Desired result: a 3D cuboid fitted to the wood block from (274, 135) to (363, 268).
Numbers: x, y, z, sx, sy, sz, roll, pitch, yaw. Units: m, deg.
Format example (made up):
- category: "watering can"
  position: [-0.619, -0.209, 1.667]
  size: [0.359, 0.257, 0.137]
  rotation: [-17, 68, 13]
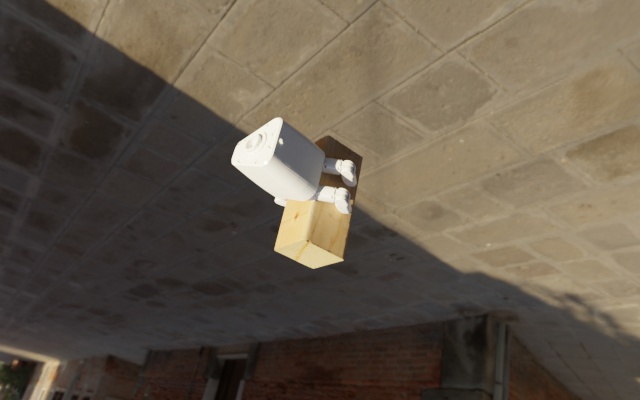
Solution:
- category: "wood block"
  position: [0.000, 0.003, 0.846]
  size: [0.090, 0.206, 0.091]
  rotation: [29, -31, -28]
